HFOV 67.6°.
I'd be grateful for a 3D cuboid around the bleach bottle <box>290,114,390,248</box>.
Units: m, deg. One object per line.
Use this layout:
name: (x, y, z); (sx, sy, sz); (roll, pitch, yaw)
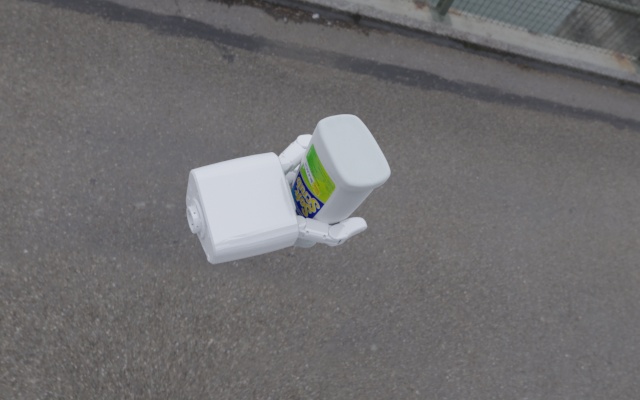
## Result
bleach bottle: (0.000, 0.002, 0.633); (0.068, 0.102, 0.251); (-14, -24, -27)
